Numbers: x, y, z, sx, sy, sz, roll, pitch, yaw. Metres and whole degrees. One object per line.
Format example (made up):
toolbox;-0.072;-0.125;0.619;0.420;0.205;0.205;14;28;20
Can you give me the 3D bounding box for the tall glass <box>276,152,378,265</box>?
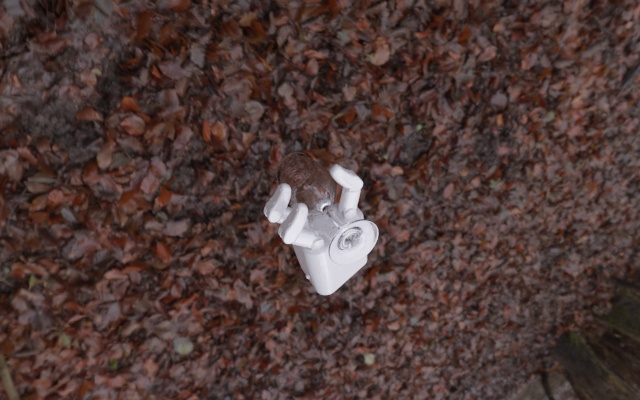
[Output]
tall glass;0.000;0.003;0.694;0.079;0.079;0.201;0;33;-32
